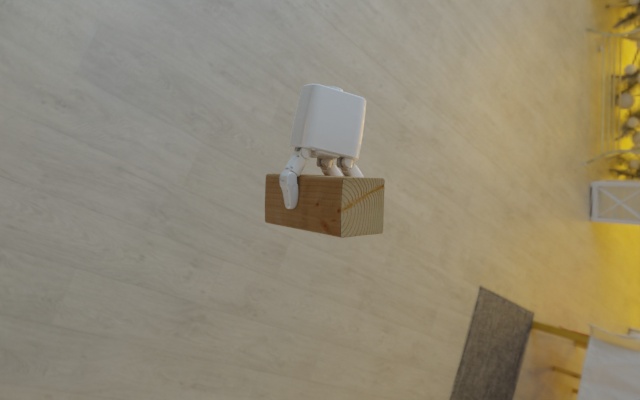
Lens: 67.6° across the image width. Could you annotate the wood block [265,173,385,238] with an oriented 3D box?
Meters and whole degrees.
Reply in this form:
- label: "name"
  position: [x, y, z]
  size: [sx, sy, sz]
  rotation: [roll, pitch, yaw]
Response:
- label: "wood block"
  position: [0.000, 0.002, 0.798]
  size: [0.091, 0.090, 0.206]
  rotation: [-1, 5, -39]
